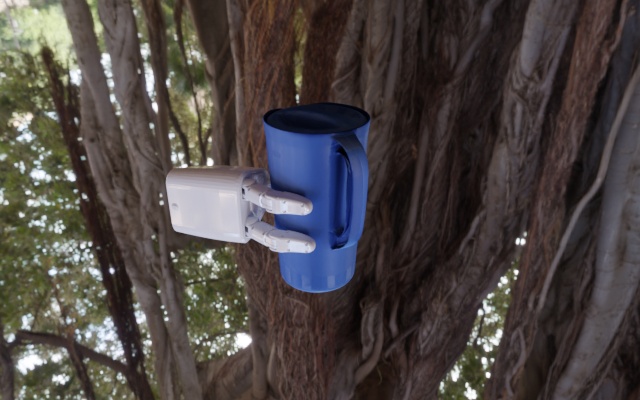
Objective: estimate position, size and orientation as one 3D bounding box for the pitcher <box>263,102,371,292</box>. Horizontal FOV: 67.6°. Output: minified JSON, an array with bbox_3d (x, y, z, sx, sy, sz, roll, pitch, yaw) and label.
[{"bbox_3d":[0.000,0.002,0.632,0.145,0.243,0.149,7,27,14],"label":"pitcher"}]
